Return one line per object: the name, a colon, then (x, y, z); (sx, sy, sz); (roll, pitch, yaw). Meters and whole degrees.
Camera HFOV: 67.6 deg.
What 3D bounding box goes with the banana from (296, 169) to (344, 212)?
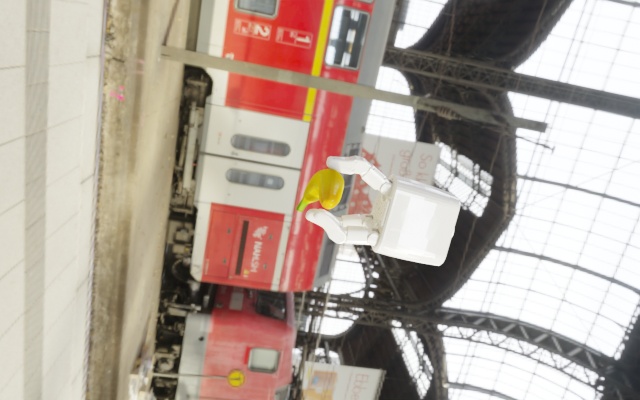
banana: (0.006, -0.015, 0.695); (0.037, 0.069, 0.198); (21, -7, -9)
